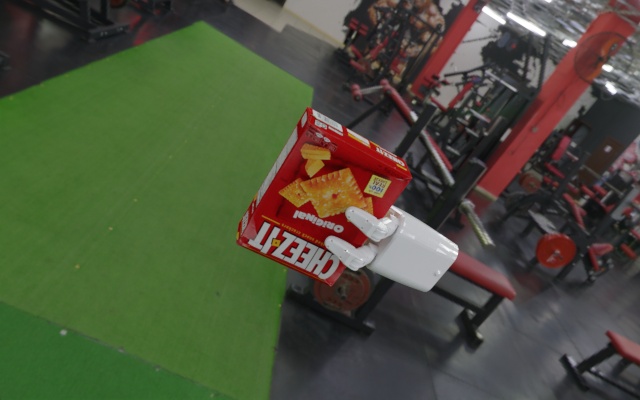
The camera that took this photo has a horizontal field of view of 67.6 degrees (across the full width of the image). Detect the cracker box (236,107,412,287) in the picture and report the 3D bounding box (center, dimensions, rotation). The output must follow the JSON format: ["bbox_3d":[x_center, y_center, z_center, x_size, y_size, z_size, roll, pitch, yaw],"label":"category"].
[{"bbox_3d":[0.000,0.002,0.682,0.164,0.214,0.072,27,23,-15],"label":"cracker box"}]
